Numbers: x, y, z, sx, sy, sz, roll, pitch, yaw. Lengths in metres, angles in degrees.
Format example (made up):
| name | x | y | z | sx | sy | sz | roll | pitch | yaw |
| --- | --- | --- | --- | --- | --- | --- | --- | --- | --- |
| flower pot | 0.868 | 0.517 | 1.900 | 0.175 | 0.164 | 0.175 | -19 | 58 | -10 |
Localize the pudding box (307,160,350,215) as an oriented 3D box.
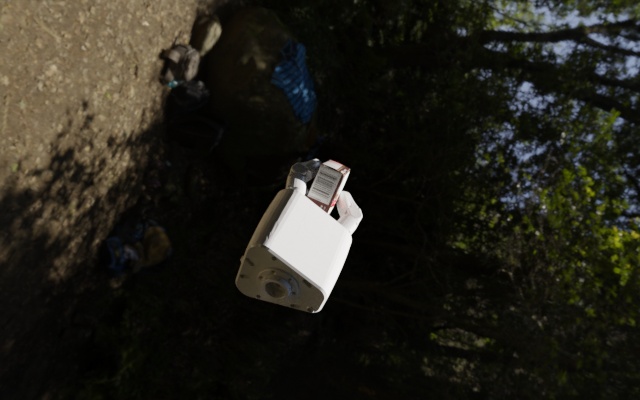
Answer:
| name | x | y | z | sx | sy | sz | roll | pitch | yaw |
| --- | --- | --- | --- | --- | --- | --- | --- | --- | --- |
| pudding box | 0.000 | 0.002 | 0.668 | 0.039 | 0.113 | 0.090 | 26 | 11 | 3 |
